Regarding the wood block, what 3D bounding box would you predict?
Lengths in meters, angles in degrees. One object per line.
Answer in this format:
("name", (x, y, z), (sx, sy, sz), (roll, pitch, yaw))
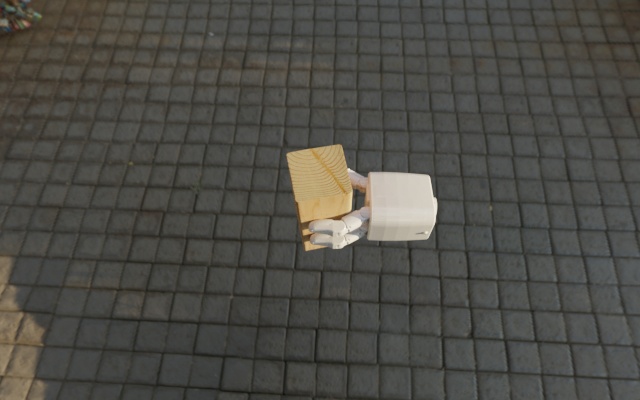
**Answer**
("wood block", (0.000, 0.002, 0.820), (0.090, 0.090, 0.206), (-10, -27, -3))
